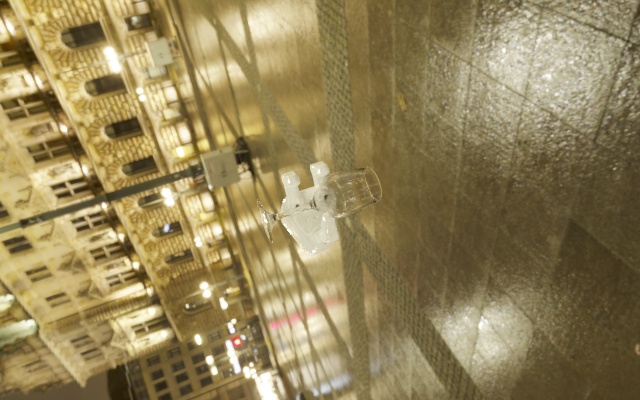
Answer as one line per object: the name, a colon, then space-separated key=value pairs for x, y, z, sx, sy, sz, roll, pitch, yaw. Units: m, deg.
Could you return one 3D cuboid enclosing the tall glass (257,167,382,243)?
tall glass: x=0.000 y=0.003 z=0.802 sx=0.201 sy=0.079 sz=0.079 roll=-19 pitch=4 yaw=-13
